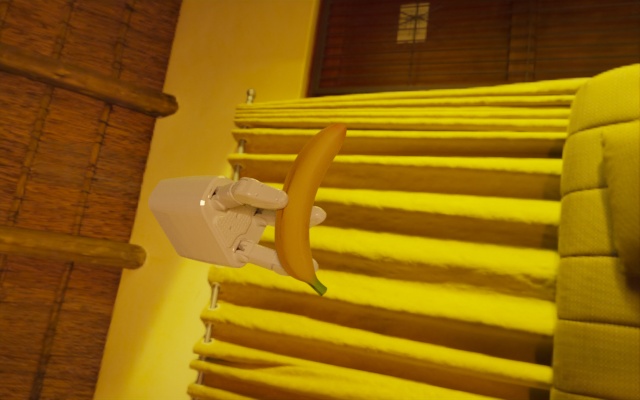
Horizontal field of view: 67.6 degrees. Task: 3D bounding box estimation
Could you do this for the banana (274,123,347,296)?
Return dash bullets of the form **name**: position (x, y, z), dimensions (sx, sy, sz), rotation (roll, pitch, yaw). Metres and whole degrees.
- **banana**: position (-0.014, 0.001, 0.527), dimensions (0.069, 0.197, 0.037), rotation (16, -11, -39)
